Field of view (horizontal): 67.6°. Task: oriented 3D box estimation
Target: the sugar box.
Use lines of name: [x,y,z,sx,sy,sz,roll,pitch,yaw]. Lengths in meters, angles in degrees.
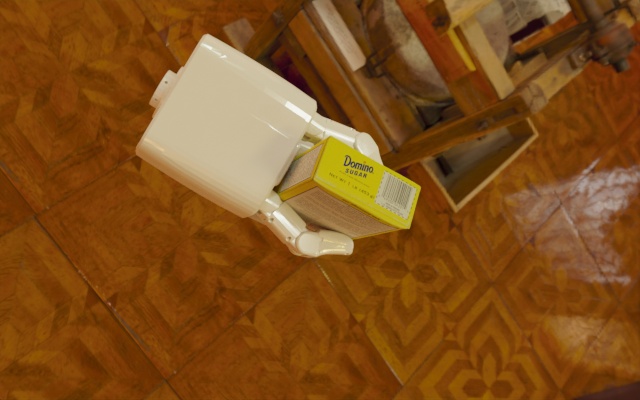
sugar box: [0.000,0.001,0.442,0.093,0.048,0.176,28,-19,-20]
